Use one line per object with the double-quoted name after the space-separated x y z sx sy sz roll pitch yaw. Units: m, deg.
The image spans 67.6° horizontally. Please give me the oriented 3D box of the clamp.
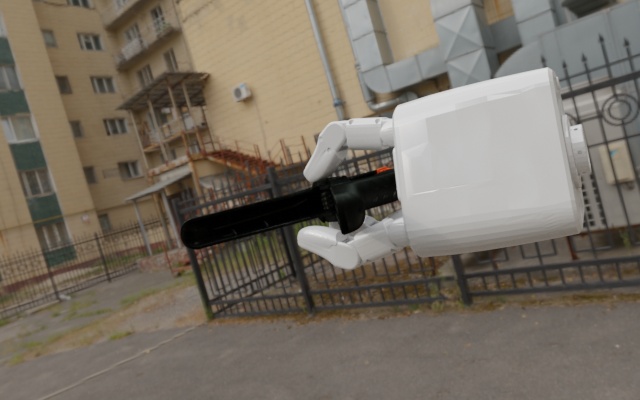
0.000 0.000 0.403 0.164 0.036 0.210 -9 6 31 "clamp"
